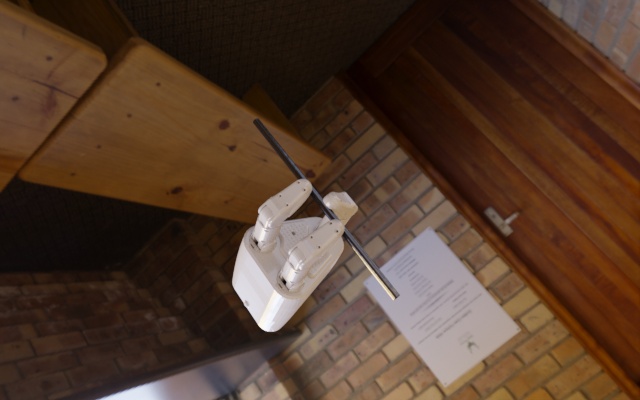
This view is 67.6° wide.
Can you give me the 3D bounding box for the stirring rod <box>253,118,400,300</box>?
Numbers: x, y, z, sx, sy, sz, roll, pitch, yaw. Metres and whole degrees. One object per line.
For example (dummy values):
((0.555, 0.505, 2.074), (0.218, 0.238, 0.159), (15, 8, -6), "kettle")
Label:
((0.000, 0.002, 0.483), (0.011, 0.239, 0.011), (-34, -20, -14), "stirring rod")
